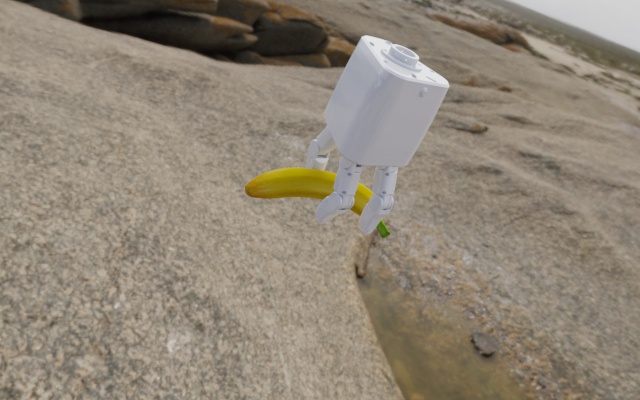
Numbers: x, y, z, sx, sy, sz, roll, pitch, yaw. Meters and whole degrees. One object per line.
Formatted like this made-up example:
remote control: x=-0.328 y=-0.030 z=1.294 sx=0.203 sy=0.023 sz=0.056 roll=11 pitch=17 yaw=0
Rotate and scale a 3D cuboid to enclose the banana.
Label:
banana: x=0.002 y=-0.010 z=0.607 sx=0.198 sy=0.037 sz=0.069 roll=16 pitch=39 yaw=-17
